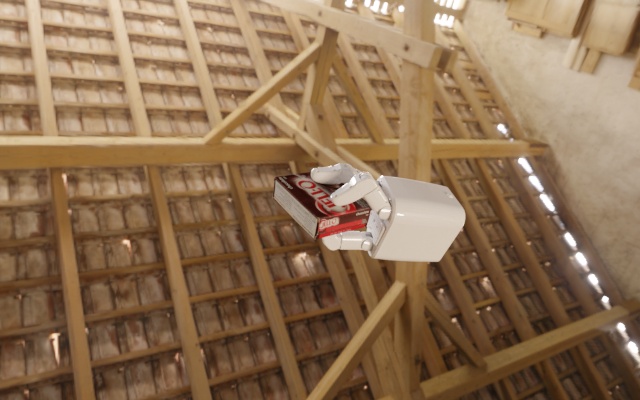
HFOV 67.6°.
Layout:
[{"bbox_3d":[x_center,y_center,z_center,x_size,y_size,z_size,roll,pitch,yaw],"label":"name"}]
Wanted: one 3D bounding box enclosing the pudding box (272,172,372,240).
[{"bbox_3d":[0.000,0.002,0.650,0.090,0.039,0.113,-10,34,-36],"label":"pudding box"}]
